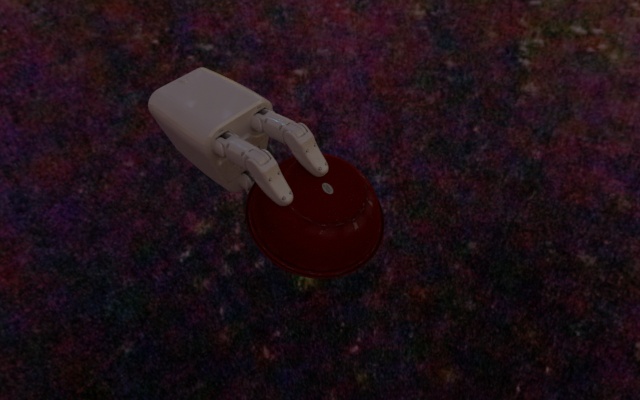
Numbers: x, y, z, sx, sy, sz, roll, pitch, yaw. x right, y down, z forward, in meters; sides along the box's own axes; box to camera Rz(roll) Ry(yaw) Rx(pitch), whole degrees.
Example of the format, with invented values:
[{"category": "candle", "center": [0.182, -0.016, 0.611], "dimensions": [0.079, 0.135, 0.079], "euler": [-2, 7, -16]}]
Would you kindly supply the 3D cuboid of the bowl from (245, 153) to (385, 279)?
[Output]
[{"category": "bowl", "center": [0.001, 0.002, 0.524], "dimensions": [0.162, 0.162, 0.055], "euler": [0, -33, -13]}]
